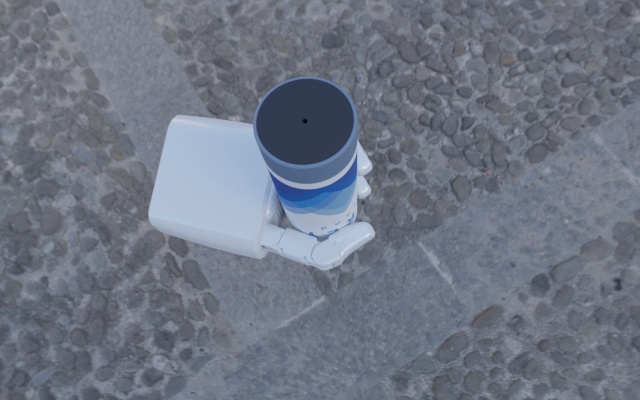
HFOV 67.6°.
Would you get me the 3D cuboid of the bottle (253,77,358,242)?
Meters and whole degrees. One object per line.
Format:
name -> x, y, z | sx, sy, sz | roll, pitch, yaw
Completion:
bottle -> 0.000, 0.001, 0.437 | 0.069, 0.069, 0.296 | 0, -21, 4
